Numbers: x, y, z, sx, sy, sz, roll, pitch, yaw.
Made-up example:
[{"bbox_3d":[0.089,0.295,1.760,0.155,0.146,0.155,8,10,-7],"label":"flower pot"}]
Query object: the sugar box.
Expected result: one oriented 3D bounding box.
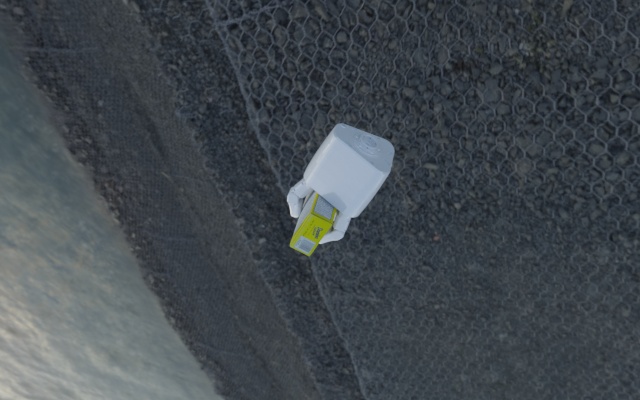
[{"bbox_3d":[0.001,0.003,0.836,0.048,0.093,0.176,29,41,-7],"label":"sugar box"}]
